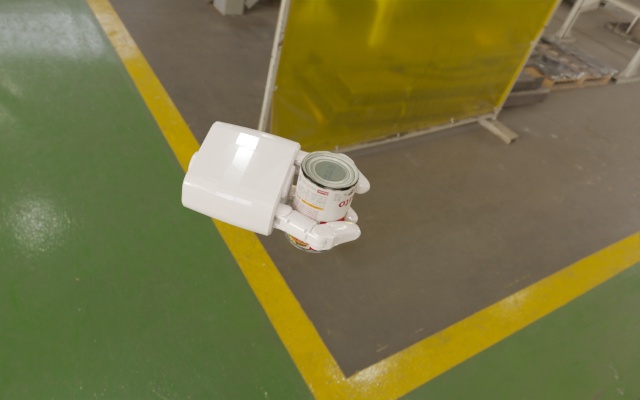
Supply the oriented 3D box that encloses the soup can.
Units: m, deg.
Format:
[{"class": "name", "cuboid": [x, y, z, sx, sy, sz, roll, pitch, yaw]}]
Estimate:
[{"class": "soup can", "cuboid": [0.001, 0.002, 0.554, 0.068, 0.102, 0.068, 10, 41, -8]}]
